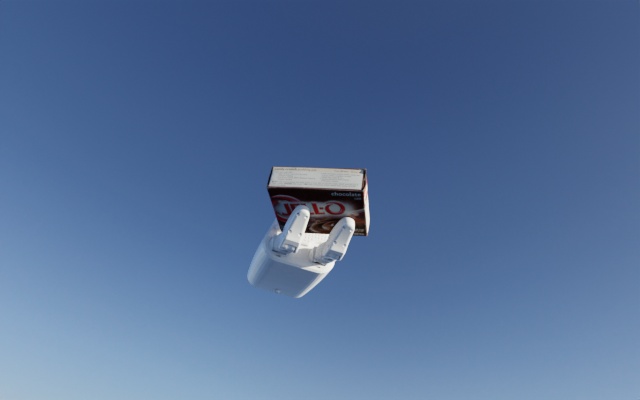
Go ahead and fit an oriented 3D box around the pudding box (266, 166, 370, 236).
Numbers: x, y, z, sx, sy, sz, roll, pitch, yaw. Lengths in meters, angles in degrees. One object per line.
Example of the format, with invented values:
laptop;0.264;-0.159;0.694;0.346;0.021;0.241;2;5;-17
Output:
pudding box;0.000;0.002;0.567;0.113;0.039;0.090;0;-36;9
